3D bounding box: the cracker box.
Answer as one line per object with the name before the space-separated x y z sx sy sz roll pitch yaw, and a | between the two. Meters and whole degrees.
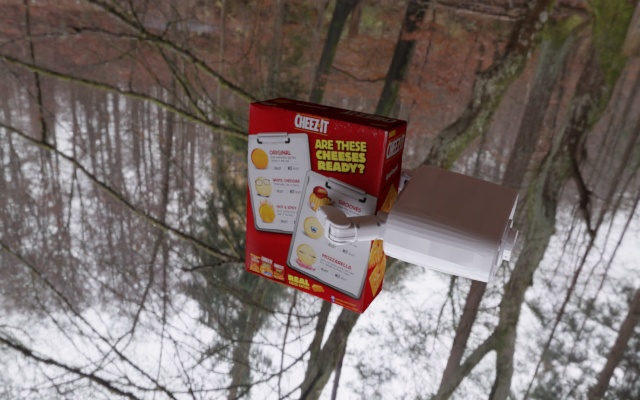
cracker box | 0.000 0.002 0.550 0.164 0.214 0.072 16 25 24
